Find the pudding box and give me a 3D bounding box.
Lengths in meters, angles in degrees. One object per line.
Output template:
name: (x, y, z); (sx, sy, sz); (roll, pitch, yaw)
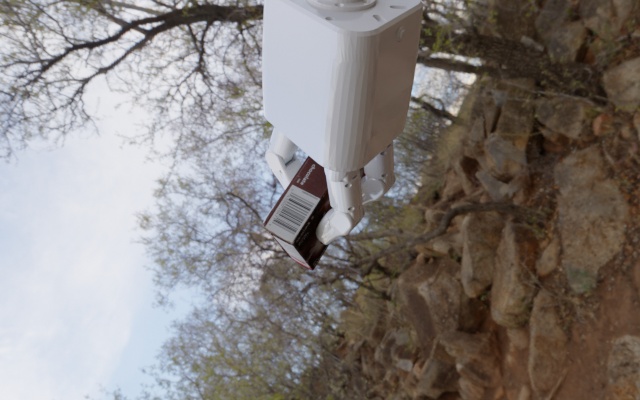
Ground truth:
pudding box: (0.000, 0.001, 0.455); (0.039, 0.113, 0.090); (29, -14, 22)
